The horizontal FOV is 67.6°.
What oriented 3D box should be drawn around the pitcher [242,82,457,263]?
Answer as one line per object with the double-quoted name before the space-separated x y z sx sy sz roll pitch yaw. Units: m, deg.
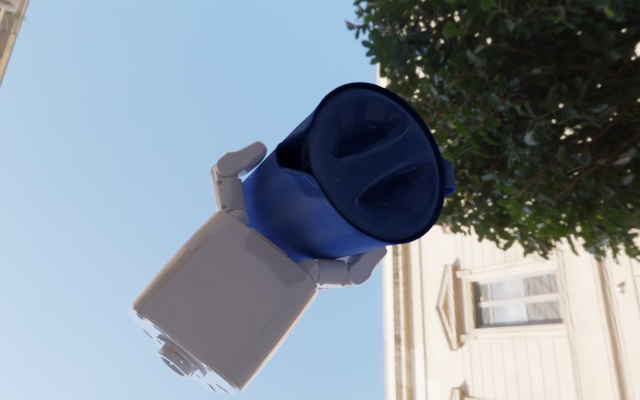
"pitcher" 0.000 0.002 0.467 0.145 0.149 0.243 -51 13 -33
